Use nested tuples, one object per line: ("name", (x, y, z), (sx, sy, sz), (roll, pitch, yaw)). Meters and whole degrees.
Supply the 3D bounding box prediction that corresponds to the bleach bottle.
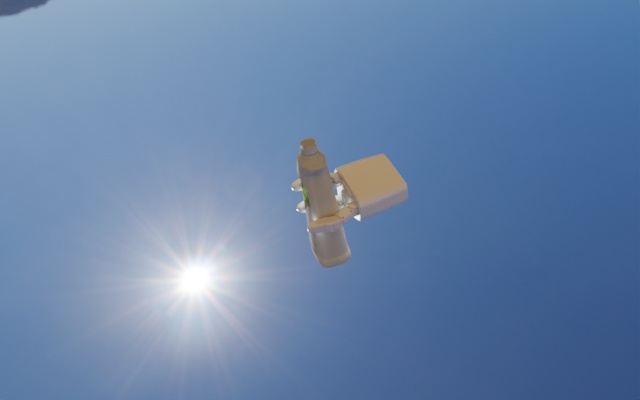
("bleach bottle", (0.000, 0.003, 0.899), (0.068, 0.251, 0.102), (-19, 37, -12))
